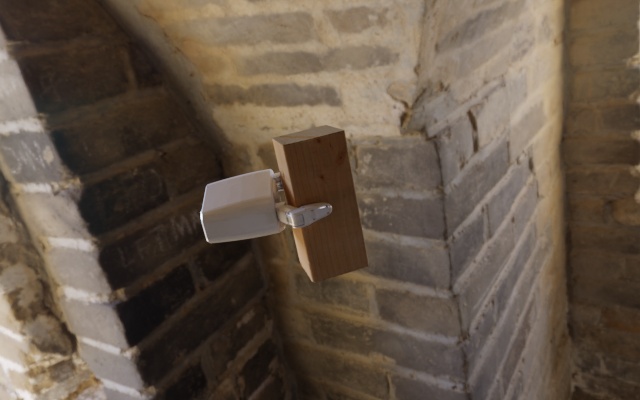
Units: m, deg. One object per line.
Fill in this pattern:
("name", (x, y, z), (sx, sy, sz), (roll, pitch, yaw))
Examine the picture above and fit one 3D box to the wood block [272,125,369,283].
("wood block", (0.000, 0.002, 0.708), (0.090, 0.206, 0.090), (-15, 17, -12))
